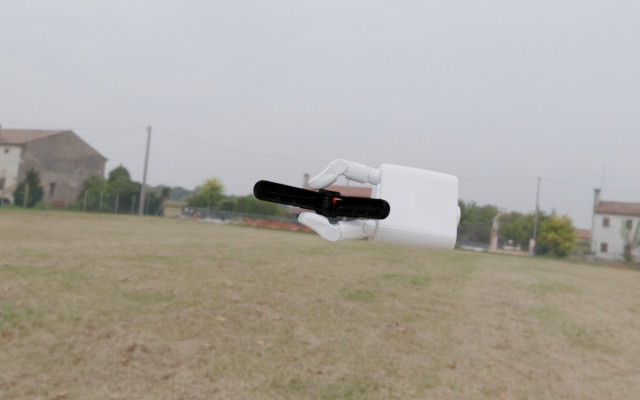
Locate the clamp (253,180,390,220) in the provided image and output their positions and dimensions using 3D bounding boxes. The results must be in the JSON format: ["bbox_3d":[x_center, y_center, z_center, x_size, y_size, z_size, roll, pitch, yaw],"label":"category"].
[{"bbox_3d":[0.000,0.001,0.650,0.164,0.036,0.210,11,-2,0],"label":"clamp"}]
